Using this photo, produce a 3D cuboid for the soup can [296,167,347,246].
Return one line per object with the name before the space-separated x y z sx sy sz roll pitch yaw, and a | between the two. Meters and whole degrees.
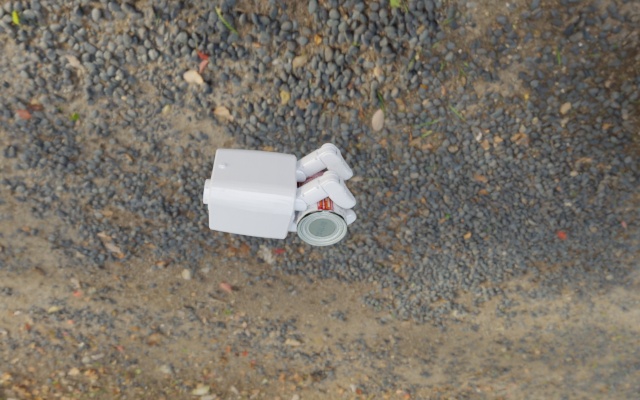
soup can | 0.001 0.002 0.648 0.068 0.069 0.102 -1 45 -1
